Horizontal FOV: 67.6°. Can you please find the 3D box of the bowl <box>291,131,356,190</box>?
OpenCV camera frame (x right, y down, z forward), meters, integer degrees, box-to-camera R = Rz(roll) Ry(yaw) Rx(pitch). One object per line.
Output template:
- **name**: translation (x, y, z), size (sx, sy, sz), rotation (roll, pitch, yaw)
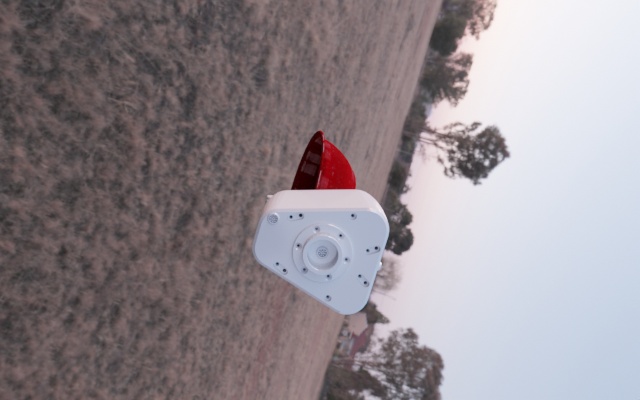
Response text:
- **bowl**: translation (0.000, 0.001, 0.571), size (0.055, 0.162, 0.162), rotation (15, -4, -13)
